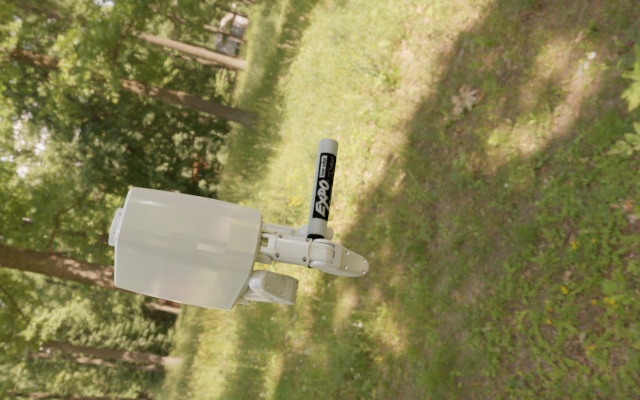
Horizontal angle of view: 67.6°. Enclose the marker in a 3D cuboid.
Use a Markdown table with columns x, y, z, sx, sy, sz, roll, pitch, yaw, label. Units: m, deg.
| x | y | z | sx | sy | sz | roll | pitch | yaw | label |
| --- | --- | --- | --- | --- | --- | --- | --- | --- | --- |
| 0.000 | 0.001 | 0.428 | 0.020 | 0.121 | 0.020 | 7 | -20 | 3 | marker |
